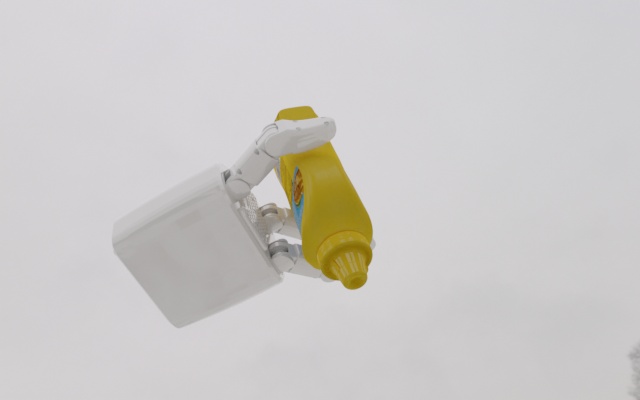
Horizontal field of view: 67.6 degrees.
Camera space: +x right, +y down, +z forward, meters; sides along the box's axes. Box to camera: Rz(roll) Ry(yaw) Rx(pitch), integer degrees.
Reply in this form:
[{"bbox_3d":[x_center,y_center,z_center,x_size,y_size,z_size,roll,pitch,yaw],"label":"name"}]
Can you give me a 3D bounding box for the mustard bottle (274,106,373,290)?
[{"bbox_3d":[0.000,0.001,0.409,0.058,0.096,0.191,-9,38,-11],"label":"mustard bottle"}]
